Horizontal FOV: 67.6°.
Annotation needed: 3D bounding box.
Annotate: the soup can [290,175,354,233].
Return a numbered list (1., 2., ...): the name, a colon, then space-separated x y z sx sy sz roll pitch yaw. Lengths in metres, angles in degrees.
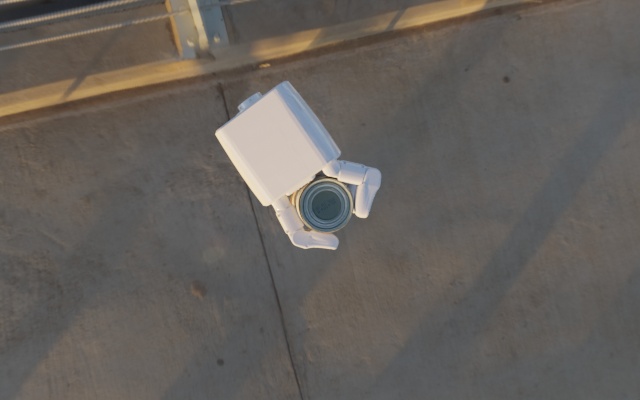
1. soup can: 0.000 0.002 0.604 0.068 0.068 0.102 0 4 -9
